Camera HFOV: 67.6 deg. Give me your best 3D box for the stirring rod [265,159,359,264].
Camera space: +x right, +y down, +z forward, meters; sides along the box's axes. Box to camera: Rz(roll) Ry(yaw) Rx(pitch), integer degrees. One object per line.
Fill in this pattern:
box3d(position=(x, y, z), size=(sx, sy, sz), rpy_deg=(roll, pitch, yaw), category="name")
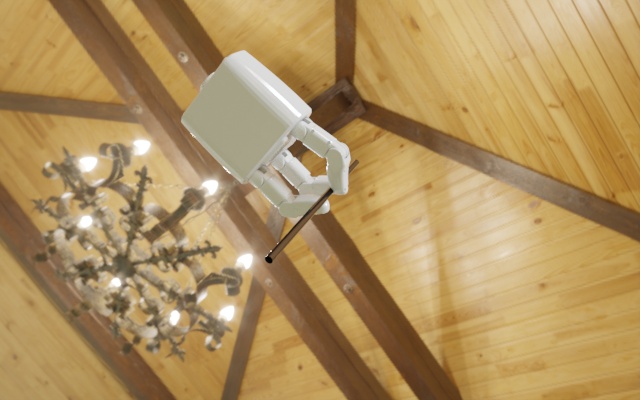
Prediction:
box3d(position=(0.000, 0.002, 0.529), size=(0.011, 0.011, 0.239), rpy_deg=(0, 26, 26), category="stirring rod")
